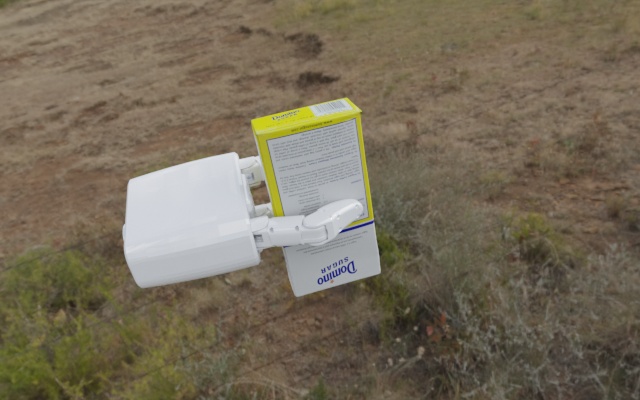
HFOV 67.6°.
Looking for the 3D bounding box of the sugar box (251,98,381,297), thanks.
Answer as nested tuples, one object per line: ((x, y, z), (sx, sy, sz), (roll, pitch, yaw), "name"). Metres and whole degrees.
((0.000, 0.001, 0.452), (0.093, 0.176, 0.048), (-14, 31, -8), "sugar box")
